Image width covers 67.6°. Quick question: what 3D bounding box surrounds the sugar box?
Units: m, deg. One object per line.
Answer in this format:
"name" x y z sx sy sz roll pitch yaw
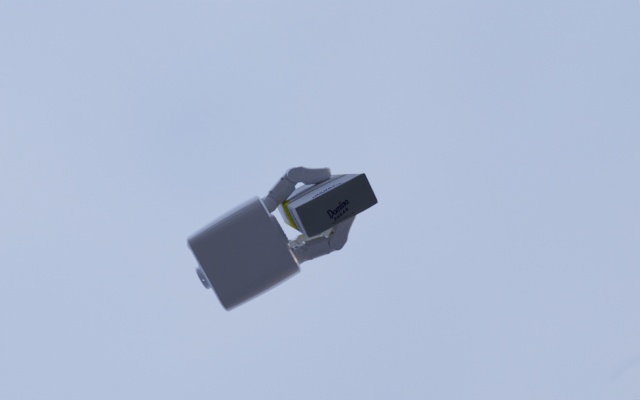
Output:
"sugar box" 0.000 0.003 0.618 0.093 0.048 0.176 -27 10 -10
